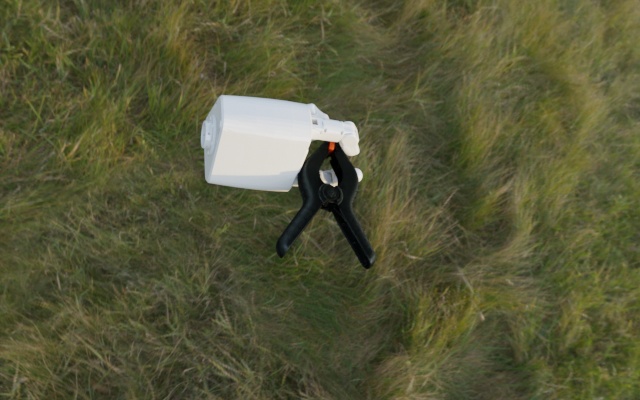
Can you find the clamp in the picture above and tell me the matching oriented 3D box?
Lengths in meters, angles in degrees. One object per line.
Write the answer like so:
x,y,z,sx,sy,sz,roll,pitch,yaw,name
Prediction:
0.000,0.002,0.585,0.120,0.171,0.039,4,-27,-24,clamp
